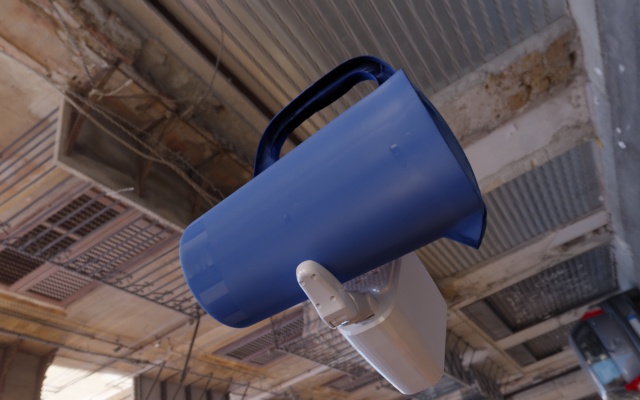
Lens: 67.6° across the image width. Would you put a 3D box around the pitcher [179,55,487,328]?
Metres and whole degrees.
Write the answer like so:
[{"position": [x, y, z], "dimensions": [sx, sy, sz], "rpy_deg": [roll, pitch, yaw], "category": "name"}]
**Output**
[{"position": [0.000, 0.001, 0.406], "dimensions": [0.243, 0.145, 0.149], "rpy_deg": [-31, 28, 16], "category": "pitcher"}]
